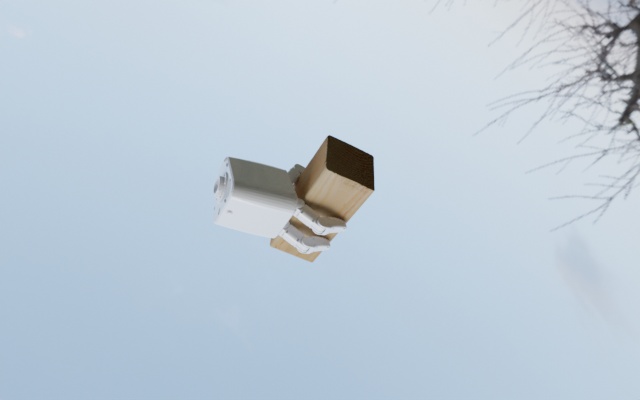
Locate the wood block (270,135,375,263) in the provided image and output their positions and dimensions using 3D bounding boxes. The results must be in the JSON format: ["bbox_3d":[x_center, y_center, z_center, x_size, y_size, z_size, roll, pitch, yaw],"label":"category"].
[{"bbox_3d":[0.000,0.002,0.815,0.090,0.090,0.206,23,-49,-17],"label":"wood block"}]
